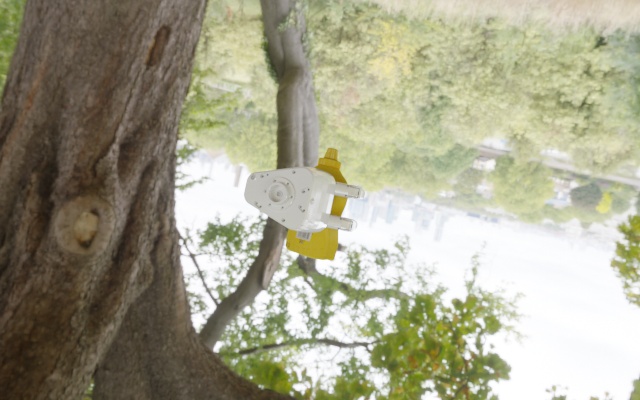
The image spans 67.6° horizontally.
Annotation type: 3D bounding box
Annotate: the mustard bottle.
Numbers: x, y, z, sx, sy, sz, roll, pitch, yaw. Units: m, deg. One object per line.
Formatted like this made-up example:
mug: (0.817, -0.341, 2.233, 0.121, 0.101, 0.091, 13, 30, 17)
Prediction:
mustard bottle: (0.000, 0.003, 0.835, 0.096, 0.191, 0.058, 13, 0, 40)
